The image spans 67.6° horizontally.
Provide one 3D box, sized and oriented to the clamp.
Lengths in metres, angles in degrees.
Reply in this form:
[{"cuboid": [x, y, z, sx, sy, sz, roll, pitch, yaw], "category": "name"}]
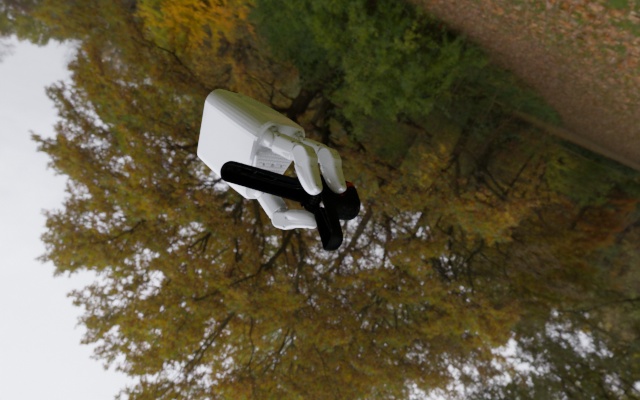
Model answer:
[{"cuboid": [0.000, 0.002, 0.586, 0.164, 0.036, 0.210, 36, 20, 27], "category": "clamp"}]
